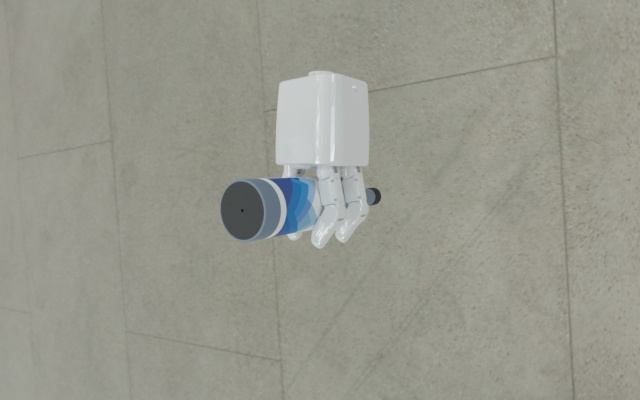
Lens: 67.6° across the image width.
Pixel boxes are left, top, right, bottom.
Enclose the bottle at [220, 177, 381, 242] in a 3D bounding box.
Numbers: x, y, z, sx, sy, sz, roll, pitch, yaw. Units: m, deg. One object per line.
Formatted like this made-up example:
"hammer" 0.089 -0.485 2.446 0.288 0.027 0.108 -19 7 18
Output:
"bottle" 0.000 0.002 0.621 0.069 0.069 0.295 0 3 34
